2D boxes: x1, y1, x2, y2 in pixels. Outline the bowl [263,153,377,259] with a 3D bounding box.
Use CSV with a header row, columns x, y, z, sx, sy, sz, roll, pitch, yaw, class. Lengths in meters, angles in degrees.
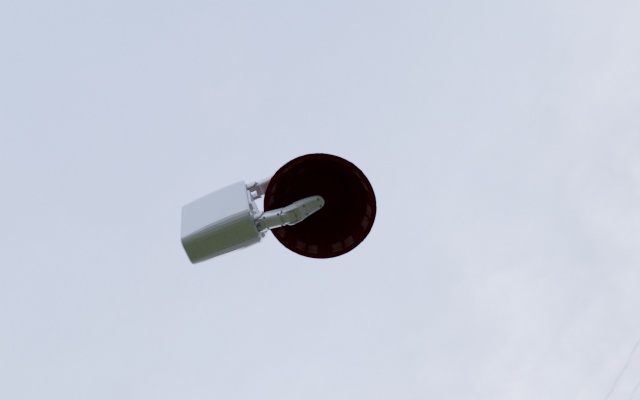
x,y,z,sx,sy,sz,roll,pitch,yaw,class
0.001,0.002,0.701,0.162,0.162,0.055,0,20,3,bowl
